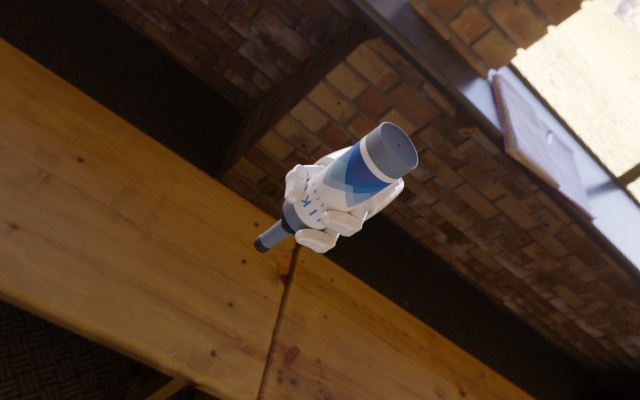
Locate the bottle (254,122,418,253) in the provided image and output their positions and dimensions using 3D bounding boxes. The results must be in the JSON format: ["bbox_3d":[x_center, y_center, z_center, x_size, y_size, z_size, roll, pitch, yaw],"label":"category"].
[{"bbox_3d":[0.000,0.002,0.658,0.069,0.069,0.296,0,-28,-46],"label":"bottle"}]
